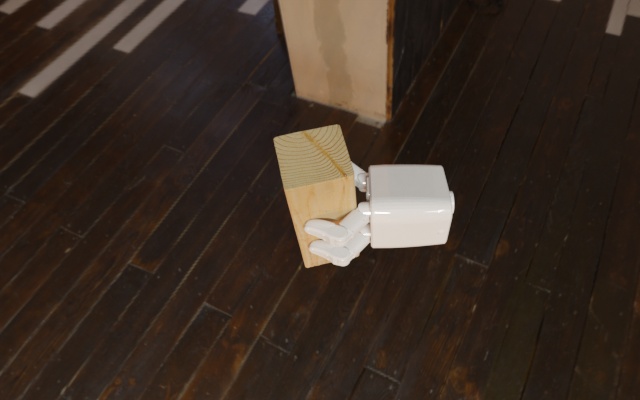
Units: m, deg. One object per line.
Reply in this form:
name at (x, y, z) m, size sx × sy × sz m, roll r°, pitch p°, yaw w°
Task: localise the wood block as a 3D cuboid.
wood block at (0.000, 0.002, 0.679) m, size 0.090 × 0.090 × 0.206 m, roll -12°, pitch -35°, yaw -2°
